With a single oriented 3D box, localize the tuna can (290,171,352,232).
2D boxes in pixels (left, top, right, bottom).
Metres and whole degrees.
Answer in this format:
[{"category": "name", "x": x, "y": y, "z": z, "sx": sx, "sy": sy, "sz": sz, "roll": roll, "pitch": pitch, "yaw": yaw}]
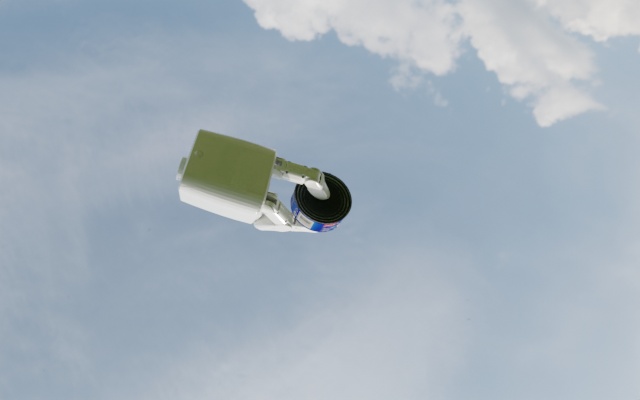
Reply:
[{"category": "tuna can", "x": 0.000, "y": 0.003, "z": 0.695, "sx": 0.086, "sy": 0.086, "sz": 0.034, "roll": 0, "pitch": -29, "yaw": -18}]
